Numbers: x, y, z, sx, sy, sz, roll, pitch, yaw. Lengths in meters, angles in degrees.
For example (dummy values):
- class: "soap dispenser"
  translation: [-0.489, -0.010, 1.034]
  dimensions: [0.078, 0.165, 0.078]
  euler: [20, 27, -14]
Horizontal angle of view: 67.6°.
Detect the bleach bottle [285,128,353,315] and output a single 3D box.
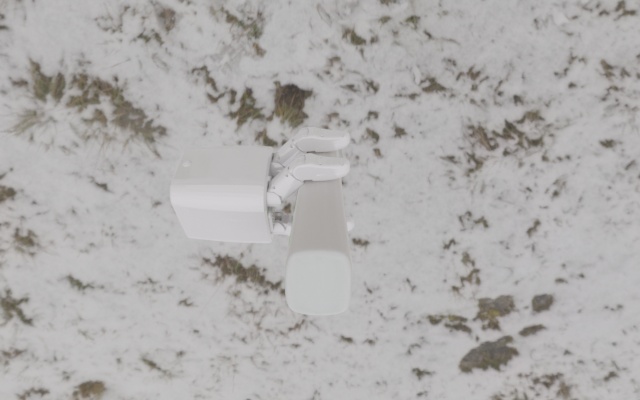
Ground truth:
- class: "bleach bottle"
  translation: [0.000, 0.002, 0.559]
  dimensions: [0.068, 0.103, 0.250]
  euler: [1, 41, 0]
